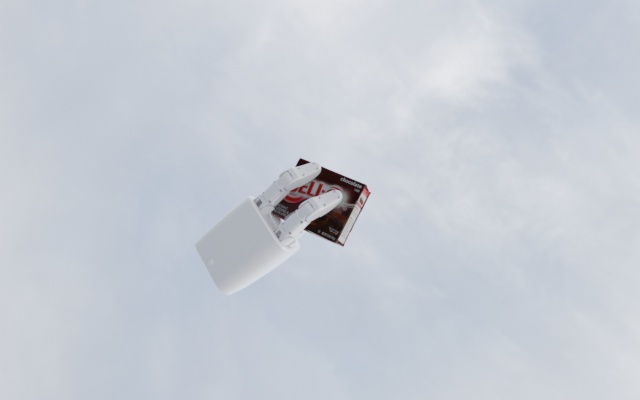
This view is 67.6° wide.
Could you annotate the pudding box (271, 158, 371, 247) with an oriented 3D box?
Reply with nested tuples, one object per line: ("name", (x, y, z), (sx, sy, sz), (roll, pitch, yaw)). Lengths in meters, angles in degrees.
("pudding box", (0.000, 0.002, 0.665), (0.113, 0.090, 0.039), (24, -8, 23))
